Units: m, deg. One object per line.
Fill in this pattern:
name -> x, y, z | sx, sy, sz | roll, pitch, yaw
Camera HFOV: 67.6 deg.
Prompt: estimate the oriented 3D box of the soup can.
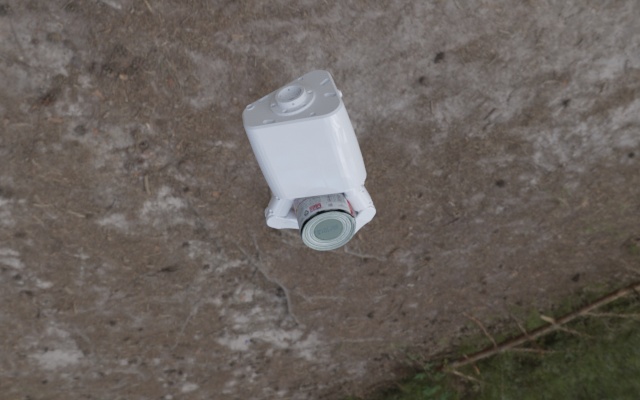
soup can -> 0.000, 0.002, 0.585 | 0.068, 0.069, 0.102 | 0, 42, -16
